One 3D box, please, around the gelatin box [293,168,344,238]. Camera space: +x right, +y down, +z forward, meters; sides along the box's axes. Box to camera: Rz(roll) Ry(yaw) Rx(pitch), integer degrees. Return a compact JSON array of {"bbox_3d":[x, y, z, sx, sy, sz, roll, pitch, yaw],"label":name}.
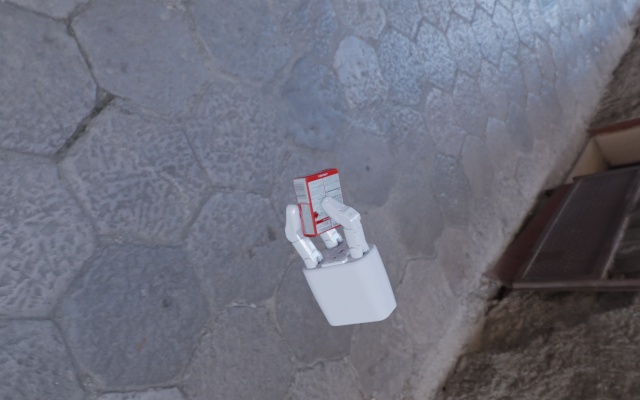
[{"bbox_3d":[0.000,0.002,0.708,0.030,0.089,0.073,-2,13,43],"label":"gelatin box"}]
